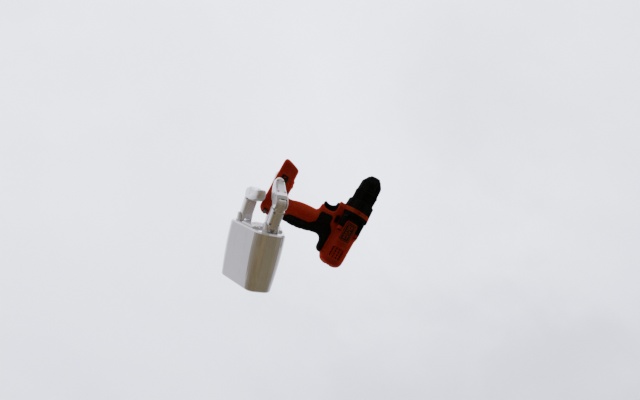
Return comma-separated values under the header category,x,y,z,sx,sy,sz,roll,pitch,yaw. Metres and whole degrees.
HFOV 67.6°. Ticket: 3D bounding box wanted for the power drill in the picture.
category,x,y,z,sx,sy,sz,roll,pitch,yaw
power drill,0.000,0.003,0.865,0.187,0.184,0.057,30,-10,-5
